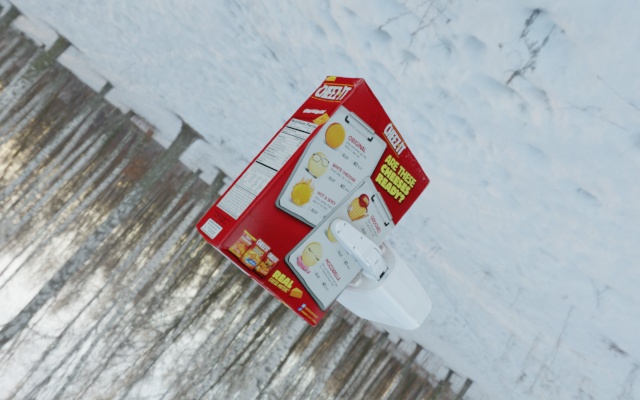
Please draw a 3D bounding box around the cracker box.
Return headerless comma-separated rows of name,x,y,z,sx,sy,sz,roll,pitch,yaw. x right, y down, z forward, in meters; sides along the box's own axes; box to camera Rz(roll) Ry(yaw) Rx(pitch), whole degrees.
cracker box,0.000,0.002,0.509,0.072,0.213,0.164,26,-18,51
